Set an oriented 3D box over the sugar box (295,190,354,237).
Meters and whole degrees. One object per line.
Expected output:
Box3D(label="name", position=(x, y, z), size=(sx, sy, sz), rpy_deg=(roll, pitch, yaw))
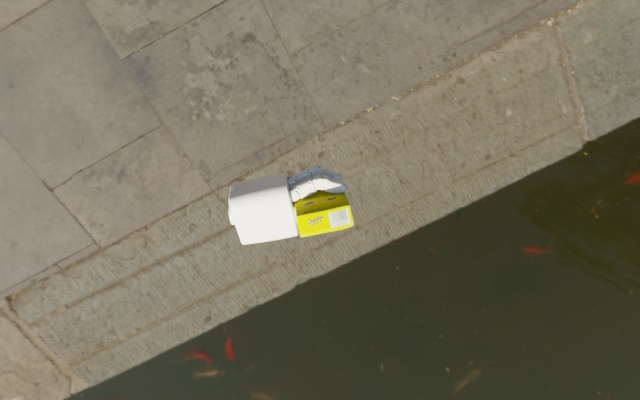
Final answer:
Box3D(label="sugar box", position=(0.000, 0.002, 0.862), size=(0.093, 0.048, 0.176), rpy_deg=(-11, 24, -2))
